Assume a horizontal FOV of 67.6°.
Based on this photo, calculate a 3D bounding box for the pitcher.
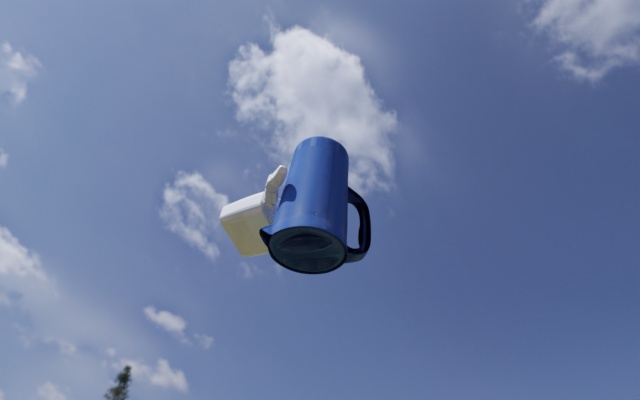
[{"bbox_3d":[0.000,0.003,0.857,0.145,0.242,0.149,-19,-48,27],"label":"pitcher"}]
